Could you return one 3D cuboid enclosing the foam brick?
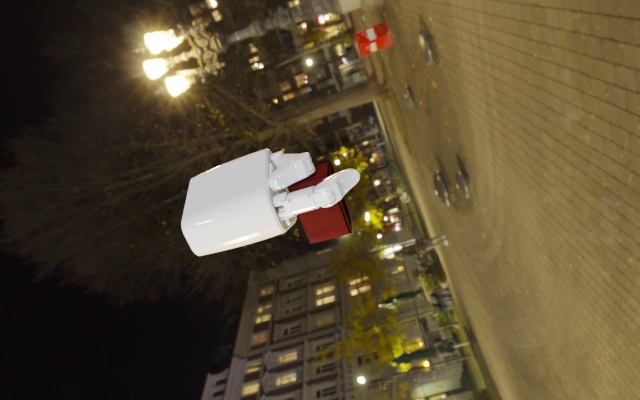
[{"bbox_3d":[0.000,0.002,0.560,0.051,0.078,0.053,-18,21,8],"label":"foam brick"}]
